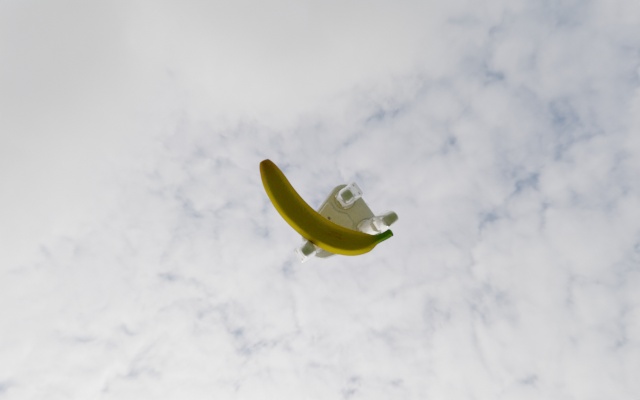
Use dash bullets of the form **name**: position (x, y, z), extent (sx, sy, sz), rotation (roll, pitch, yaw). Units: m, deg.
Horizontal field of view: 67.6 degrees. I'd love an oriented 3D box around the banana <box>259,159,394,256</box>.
- **banana**: position (-0.006, 0.020, 0.627), extent (0.198, 0.069, 0.037), rotation (30, 7, 6)
